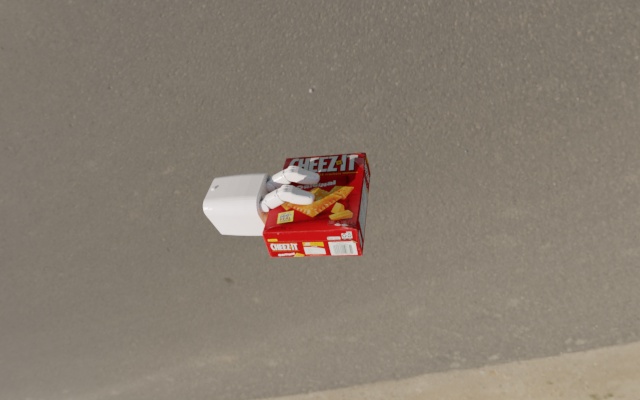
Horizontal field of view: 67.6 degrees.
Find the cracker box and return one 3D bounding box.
[{"bbox_3d":[0.000,0.003,0.869,0.164,0.072,0.213,-2,42,13],"label":"cracker box"}]
